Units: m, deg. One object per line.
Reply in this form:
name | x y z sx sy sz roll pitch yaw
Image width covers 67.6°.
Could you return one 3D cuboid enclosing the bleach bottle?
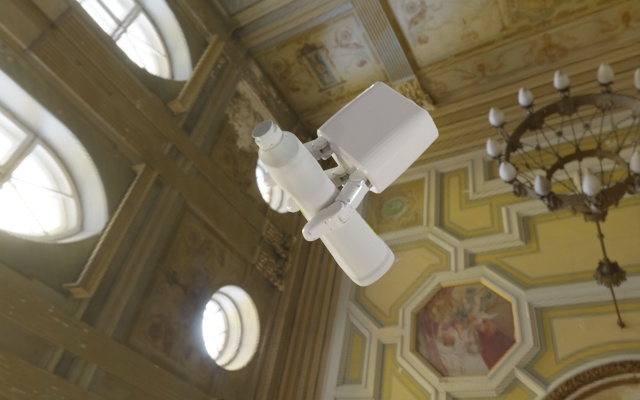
bleach bottle | 0.000 0.002 0.602 0.251 0.068 0.102 52 -5 -37
